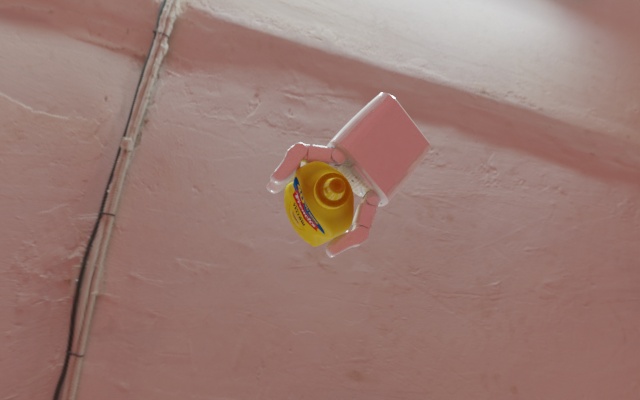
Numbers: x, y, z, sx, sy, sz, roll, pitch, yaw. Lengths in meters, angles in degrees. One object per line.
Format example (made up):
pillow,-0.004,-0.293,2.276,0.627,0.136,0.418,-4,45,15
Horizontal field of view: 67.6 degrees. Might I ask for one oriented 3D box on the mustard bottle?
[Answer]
mustard bottle,0.000,0.002,0.601,0.058,0.096,0.192,-24,-5,-15
